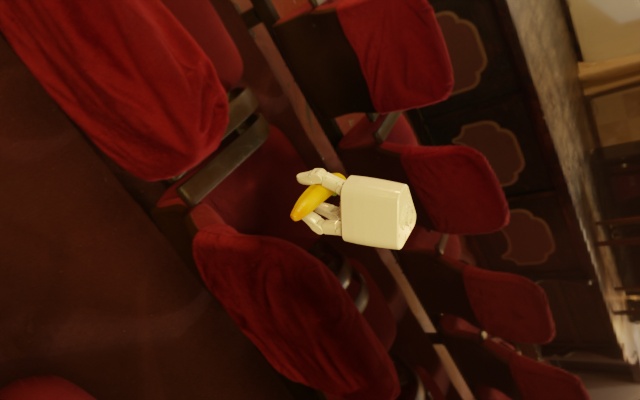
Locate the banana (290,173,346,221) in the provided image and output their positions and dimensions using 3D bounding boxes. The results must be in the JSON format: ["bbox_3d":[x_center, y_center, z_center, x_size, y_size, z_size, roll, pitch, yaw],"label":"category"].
[{"bbox_3d":[0.007,-0.014,0.888,0.037,0.070,0.197,26,23,18],"label":"banana"}]
